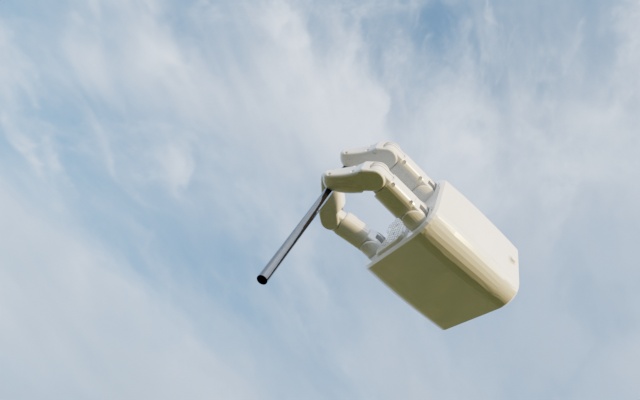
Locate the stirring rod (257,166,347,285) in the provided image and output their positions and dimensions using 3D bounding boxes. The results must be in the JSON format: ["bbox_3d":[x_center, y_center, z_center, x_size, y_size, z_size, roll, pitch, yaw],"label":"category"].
[{"bbox_3d":[0.000,0.001,0.421,0.011,0.011,0.239,0,26,21],"label":"stirring rod"}]
